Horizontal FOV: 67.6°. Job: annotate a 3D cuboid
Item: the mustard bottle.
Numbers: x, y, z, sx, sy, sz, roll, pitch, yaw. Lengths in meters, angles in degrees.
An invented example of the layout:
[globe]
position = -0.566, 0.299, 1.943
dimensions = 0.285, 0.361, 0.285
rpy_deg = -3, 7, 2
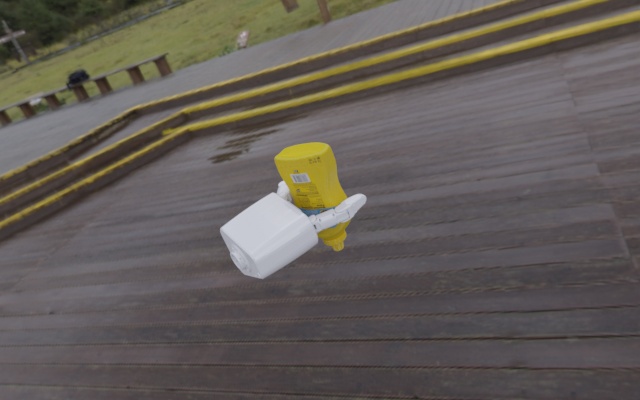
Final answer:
[mustard bottle]
position = 0.000, 0.002, 0.776
dimensions = 0.096, 0.192, 0.058
rpy_deg = -2, 32, 34
